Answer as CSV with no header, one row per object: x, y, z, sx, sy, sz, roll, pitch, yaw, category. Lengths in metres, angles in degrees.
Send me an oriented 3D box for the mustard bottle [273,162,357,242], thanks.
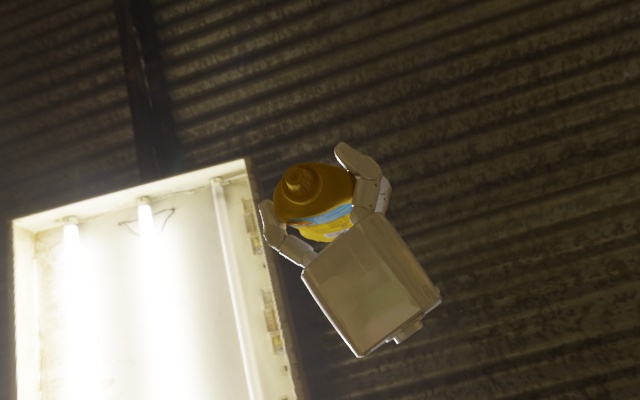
0.000,0.002,0.538,0.096,0.058,0.192,-14,-18,12,mustard bottle
